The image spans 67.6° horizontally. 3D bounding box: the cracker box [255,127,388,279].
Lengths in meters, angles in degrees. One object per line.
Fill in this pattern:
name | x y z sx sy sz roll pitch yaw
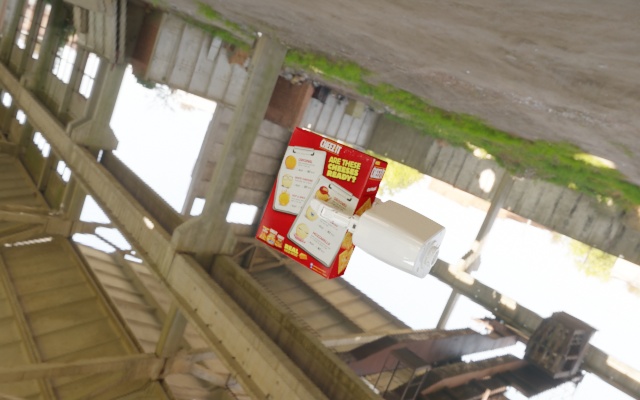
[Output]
cracker box | 0.000 0.003 0.825 0.164 0.214 0.072 26 11 27
